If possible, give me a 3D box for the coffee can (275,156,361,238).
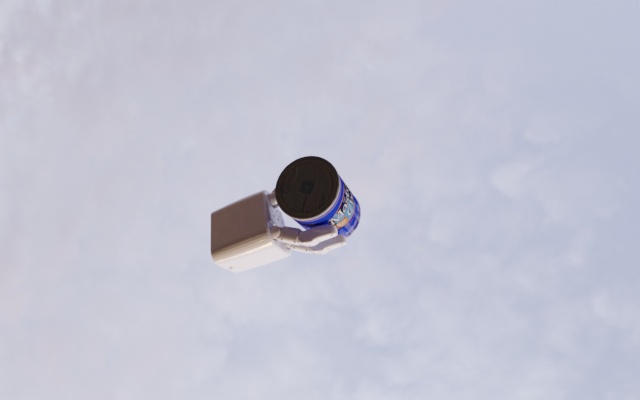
[{"bbox_3d":[0.000,0.002,0.775,0.103,0.102,0.140,0,-19,19],"label":"coffee can"}]
